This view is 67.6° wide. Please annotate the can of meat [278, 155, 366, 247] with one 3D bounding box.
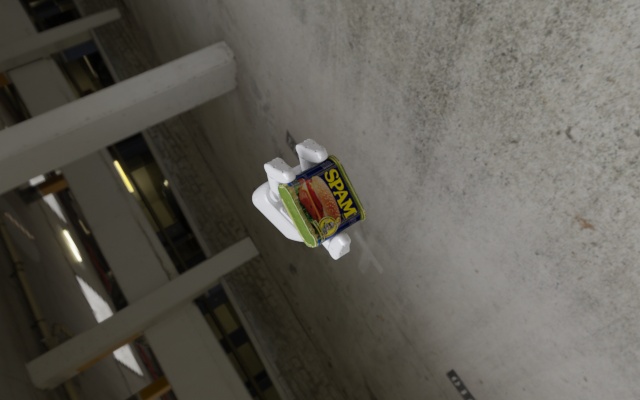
[{"bbox_3d":[0.000,0.002,0.652,0.084,0.102,0.057,-30,9,-19],"label":"can of meat"}]
